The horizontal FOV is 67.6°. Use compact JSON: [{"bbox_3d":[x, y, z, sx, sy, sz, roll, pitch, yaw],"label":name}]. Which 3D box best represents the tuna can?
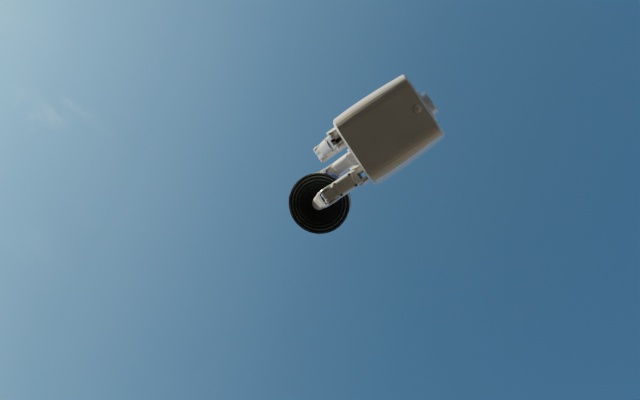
[{"bbox_3d":[0.000,0.002,0.676,0.086,0.086,0.033,0,8,9],"label":"tuna can"}]
